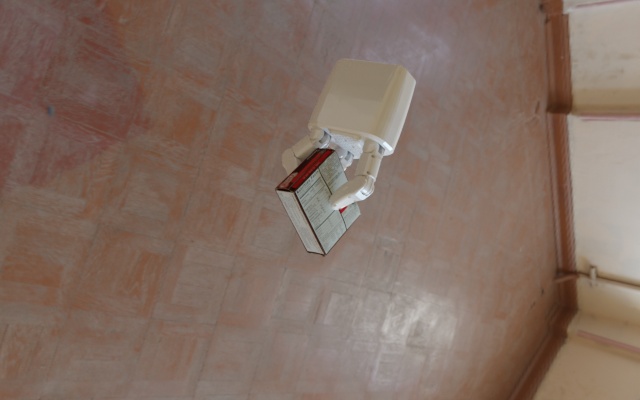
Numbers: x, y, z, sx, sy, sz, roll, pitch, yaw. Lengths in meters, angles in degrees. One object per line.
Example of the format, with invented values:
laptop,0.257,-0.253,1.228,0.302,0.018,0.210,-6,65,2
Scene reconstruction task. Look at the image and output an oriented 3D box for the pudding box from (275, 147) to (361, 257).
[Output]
pudding box,0.000,0.002,0.620,0.039,0.113,0.090,9,45,44
